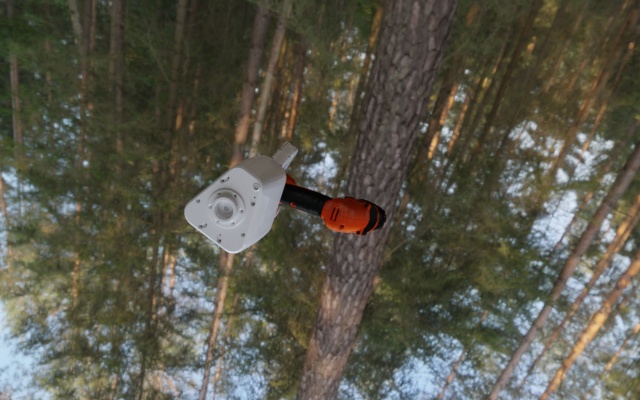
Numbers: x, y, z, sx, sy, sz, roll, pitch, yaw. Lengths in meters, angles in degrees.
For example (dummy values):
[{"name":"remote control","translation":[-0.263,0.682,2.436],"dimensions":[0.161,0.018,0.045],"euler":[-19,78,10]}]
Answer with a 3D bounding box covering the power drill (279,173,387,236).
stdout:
[{"name":"power drill","translation":[0.000,0.002,0.742],"dimensions":[0.187,0.057,0.184],"euler":[18,2,25]}]
